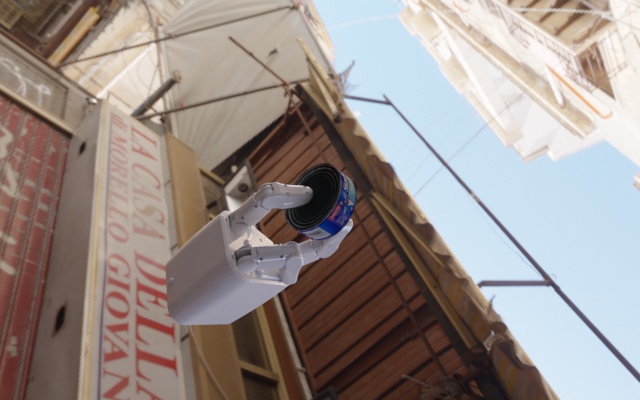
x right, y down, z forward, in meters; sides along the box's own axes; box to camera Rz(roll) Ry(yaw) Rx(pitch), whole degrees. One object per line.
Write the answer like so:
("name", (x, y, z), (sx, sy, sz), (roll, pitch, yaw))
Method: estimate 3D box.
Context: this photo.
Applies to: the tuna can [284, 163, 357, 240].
("tuna can", (0.001, 0.002, 0.555), (0.086, 0.086, 0.034), (0, -25, 47))
